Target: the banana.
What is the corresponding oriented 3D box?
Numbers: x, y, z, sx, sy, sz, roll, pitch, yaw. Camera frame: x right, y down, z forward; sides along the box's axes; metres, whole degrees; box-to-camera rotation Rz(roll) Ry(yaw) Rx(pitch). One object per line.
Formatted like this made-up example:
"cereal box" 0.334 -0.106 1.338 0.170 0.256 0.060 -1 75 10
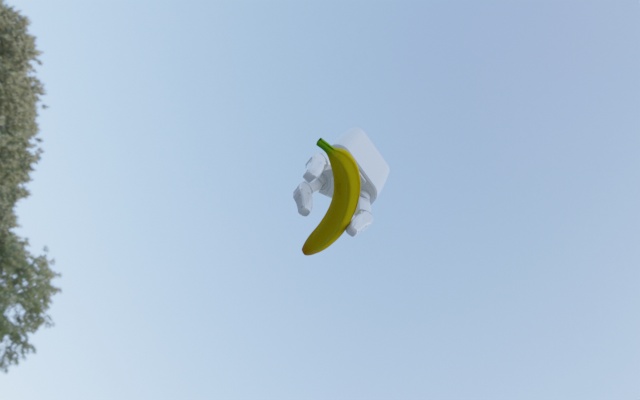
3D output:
"banana" 0.018 0.004 0.680 0.069 0.198 0.037 15 32 10
